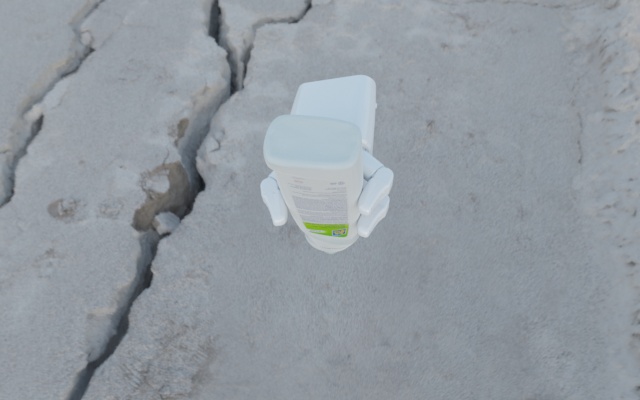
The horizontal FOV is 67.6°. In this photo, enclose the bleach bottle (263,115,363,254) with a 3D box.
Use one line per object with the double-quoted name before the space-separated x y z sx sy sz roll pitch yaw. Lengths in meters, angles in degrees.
"bleach bottle" 0.000 0.002 0.583 0.102 0.068 0.251 6 -29 7
